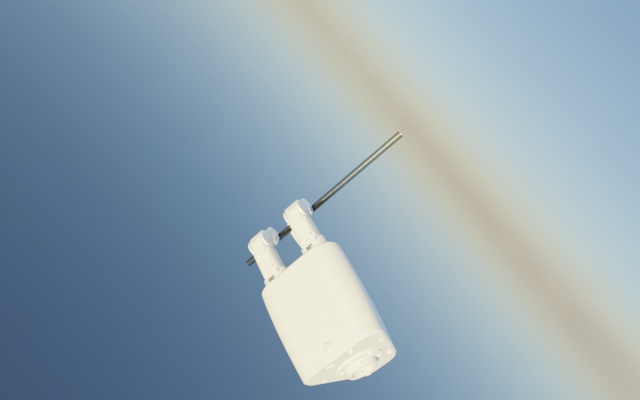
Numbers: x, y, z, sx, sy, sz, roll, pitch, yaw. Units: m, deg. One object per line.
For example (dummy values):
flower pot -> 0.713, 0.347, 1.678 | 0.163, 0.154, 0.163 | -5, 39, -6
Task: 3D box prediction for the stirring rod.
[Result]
stirring rod -> 0.000, 0.002, 0.559 | 0.239, 0.011, 0.011 | -40, -11, 14
